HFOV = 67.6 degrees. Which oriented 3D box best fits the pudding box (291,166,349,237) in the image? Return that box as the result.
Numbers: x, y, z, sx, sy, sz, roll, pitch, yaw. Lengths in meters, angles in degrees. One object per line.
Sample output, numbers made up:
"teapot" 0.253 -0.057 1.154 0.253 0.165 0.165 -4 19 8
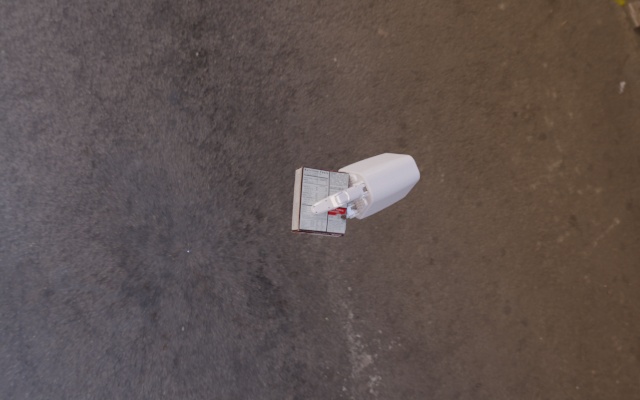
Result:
"pudding box" 0.000 0.003 0.821 0.090 0.113 0.039 7 -11 -20
